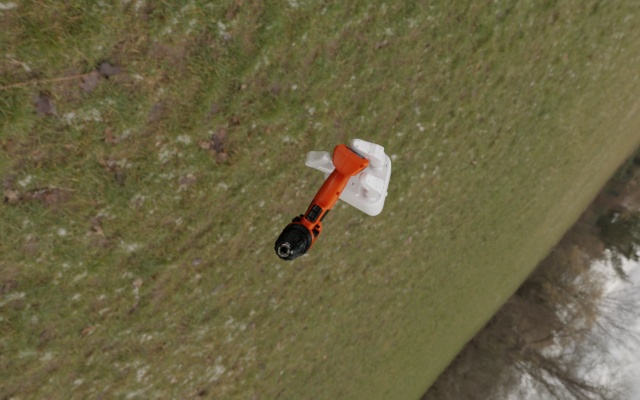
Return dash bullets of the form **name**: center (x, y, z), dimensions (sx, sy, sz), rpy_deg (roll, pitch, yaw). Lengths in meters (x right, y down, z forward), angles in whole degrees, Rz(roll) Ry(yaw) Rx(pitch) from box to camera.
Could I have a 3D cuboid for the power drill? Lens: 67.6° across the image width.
- **power drill**: center (0.000, 0.002, 0.753), dimensions (0.057, 0.188, 0.184), rpy_deg (35, 12, 2)
